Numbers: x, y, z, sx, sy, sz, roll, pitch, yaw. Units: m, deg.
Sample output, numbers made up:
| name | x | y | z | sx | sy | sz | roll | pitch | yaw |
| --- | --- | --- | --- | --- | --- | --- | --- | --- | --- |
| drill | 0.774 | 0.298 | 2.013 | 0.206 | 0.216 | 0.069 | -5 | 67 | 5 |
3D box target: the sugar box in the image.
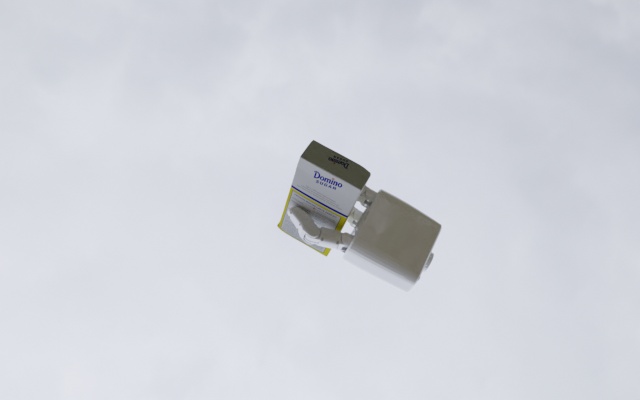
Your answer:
| name | x | y | z | sx | sy | sz | roll | pitch | yaw |
| --- | --- | --- | --- | --- | --- | --- | --- | --- | --- |
| sugar box | 0.000 | 0.002 | 0.686 | 0.093 | 0.048 | 0.176 | 30 | -41 | 4 |
